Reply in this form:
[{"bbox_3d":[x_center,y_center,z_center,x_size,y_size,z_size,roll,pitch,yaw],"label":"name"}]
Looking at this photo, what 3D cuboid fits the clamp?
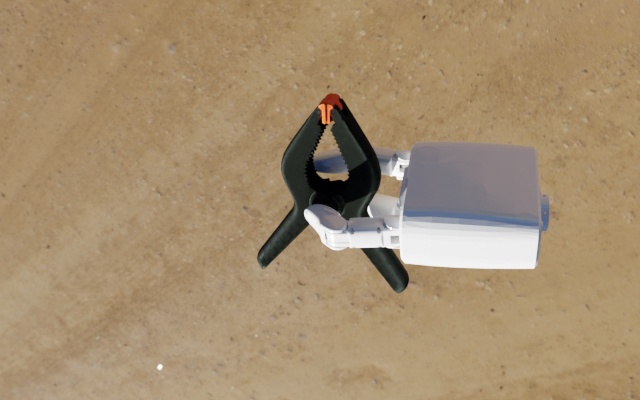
[{"bbox_3d":[0.000,0.001,0.465,0.164,0.210,0.036,1,32,16],"label":"clamp"}]
